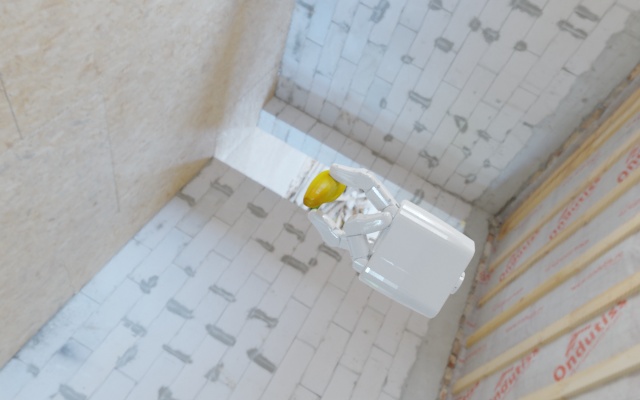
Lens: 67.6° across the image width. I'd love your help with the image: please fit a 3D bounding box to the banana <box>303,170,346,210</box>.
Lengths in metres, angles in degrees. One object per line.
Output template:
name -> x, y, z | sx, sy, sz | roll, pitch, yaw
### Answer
banana -> 0.010, -0.014, 0.666 | 0.037, 0.069, 0.198 | 30, -2, 5
